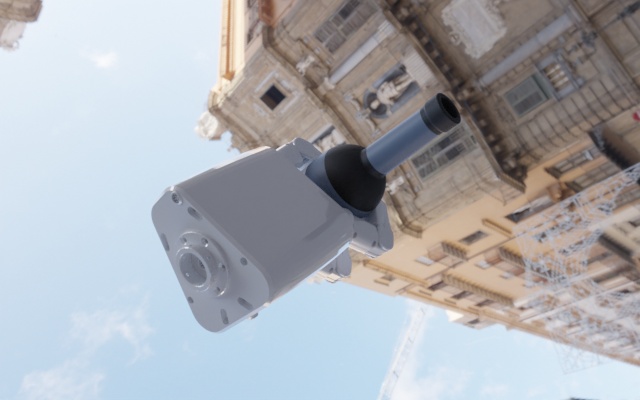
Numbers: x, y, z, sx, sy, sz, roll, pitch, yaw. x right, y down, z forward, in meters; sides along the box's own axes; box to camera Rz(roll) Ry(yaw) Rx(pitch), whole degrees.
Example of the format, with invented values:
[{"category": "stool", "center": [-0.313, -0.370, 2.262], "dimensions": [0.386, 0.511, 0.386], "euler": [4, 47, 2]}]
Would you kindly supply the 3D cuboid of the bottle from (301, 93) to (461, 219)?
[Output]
[{"category": "bottle", "center": [0.000, 0.002, 0.439], "dimensions": [0.069, 0.069, 0.296], "euler": [0, -28, -47]}]
